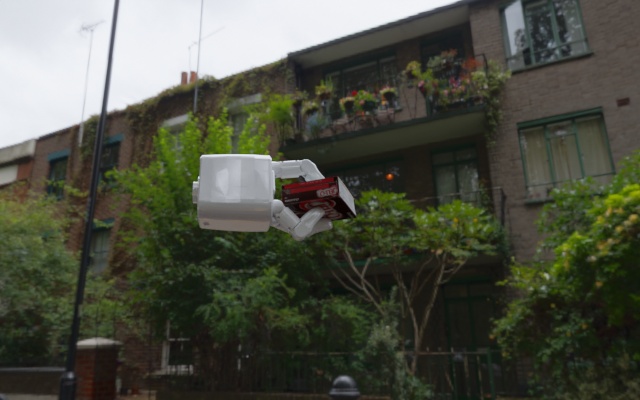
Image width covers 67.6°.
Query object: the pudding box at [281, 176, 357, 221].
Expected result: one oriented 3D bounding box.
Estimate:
[{"bbox_3d":[0.000,0.002,0.740,0.090,0.039,0.113,-8,-18,16],"label":"pudding box"}]
